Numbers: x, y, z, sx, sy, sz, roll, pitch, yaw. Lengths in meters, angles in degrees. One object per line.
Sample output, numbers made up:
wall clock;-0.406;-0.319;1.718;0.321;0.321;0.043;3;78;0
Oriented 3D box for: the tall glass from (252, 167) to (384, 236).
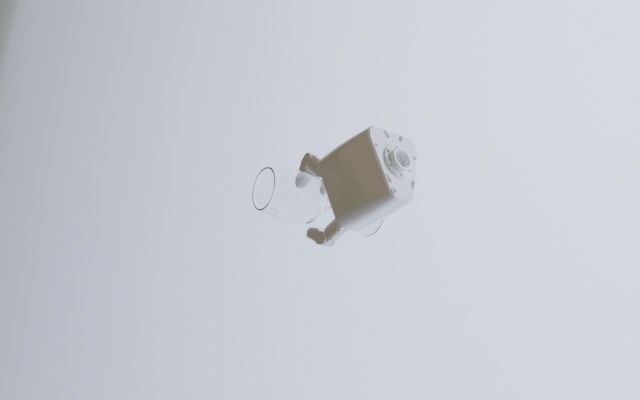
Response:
tall glass;0.001;0.003;0.717;0.201;0.079;0.079;13;-8;-35
